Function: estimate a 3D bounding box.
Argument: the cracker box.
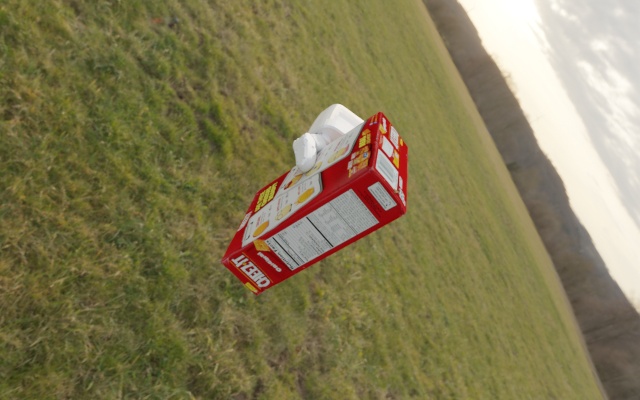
[{"bbox_3d":[0.000,0.002,0.572,0.214,0.072,0.164,-32,20,25],"label":"cracker box"}]
